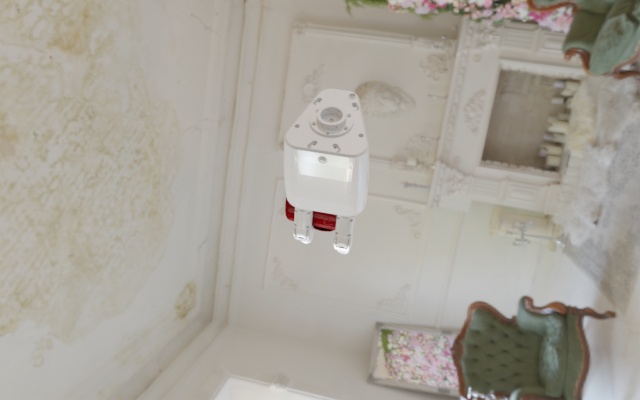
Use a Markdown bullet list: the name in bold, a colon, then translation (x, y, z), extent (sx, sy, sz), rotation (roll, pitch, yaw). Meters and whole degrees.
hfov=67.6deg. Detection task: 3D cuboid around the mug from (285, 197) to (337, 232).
- **mug**: translation (0.000, 0.003, 0.667), extent (0.081, 0.093, 0.117), rotation (11, -37, 8)
